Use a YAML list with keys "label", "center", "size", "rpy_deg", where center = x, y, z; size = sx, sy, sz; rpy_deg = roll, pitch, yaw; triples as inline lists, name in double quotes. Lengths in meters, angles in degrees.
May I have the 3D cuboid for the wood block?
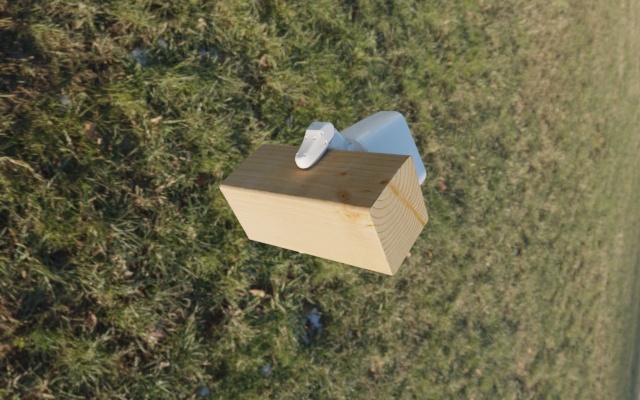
- label: "wood block"
  center: [0.000, 0.001, 0.533]
  size: [0.206, 0.091, 0.090]
  rpy_deg: [9, 45, 38]
